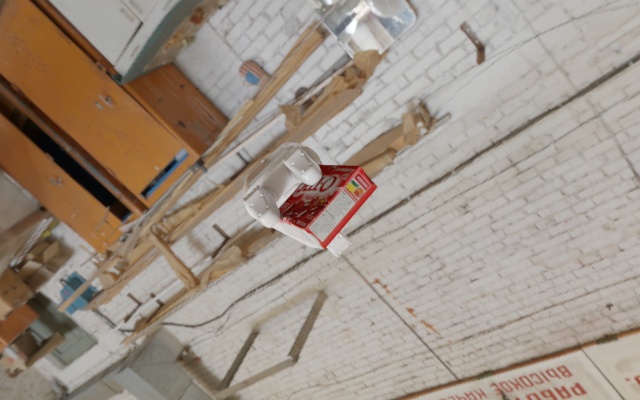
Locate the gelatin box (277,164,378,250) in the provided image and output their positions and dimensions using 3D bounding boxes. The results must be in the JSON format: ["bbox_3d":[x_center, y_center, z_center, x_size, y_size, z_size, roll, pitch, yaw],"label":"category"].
[{"bbox_3d":[0.000,0.002,0.435,0.030,0.073,0.089,47,-13,-21],"label":"gelatin box"}]
